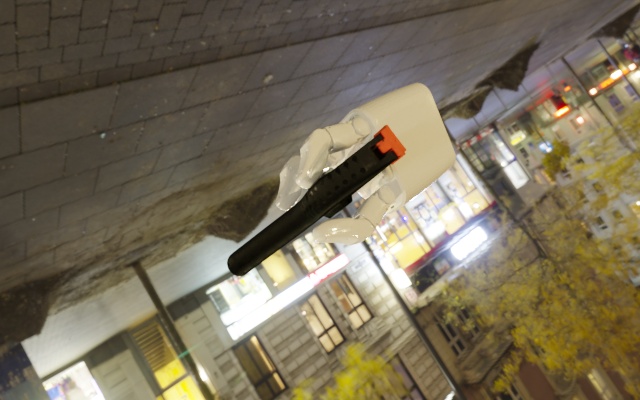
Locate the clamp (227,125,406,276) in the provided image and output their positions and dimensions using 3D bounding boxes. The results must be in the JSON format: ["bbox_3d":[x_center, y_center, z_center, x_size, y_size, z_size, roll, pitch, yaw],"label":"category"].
[{"bbox_3d":[0.001,0.002,0.452,0.164,0.036,0.210,-36,-3,-35],"label":"clamp"}]
